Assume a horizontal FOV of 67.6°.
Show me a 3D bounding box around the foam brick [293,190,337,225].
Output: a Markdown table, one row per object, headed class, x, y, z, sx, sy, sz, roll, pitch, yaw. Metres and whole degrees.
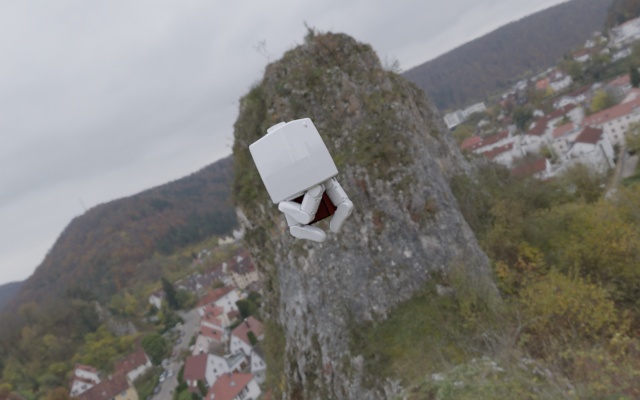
| class | x | y | z | sx | sy | sz | roll | pitch | yaw |
| --- | --- | --- | --- | --- | --- | --- | --- | --- | --- |
| foam brick | 0.000 | 0.003 | 0.819 | 0.053 | 0.051 | 0.078 | -25 | 3 | 26 |
